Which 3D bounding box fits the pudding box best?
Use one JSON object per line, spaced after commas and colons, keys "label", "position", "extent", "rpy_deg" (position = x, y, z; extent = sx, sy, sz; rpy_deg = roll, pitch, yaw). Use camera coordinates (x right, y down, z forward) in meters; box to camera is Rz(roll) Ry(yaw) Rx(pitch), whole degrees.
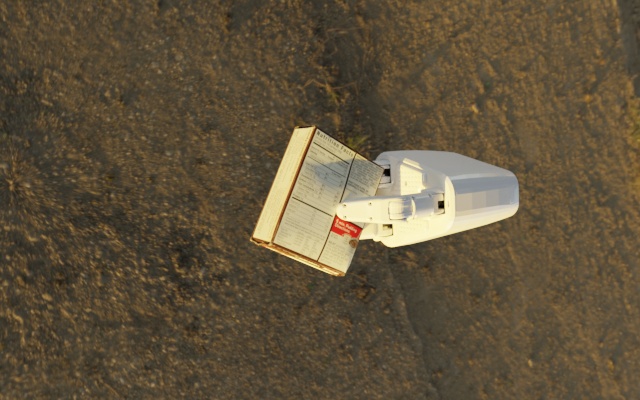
{"label": "pudding box", "position": [0.000, 0.001, 0.432], "extent": [0.090, 0.113, 0.039], "rpy_deg": [27, -14, -32]}
